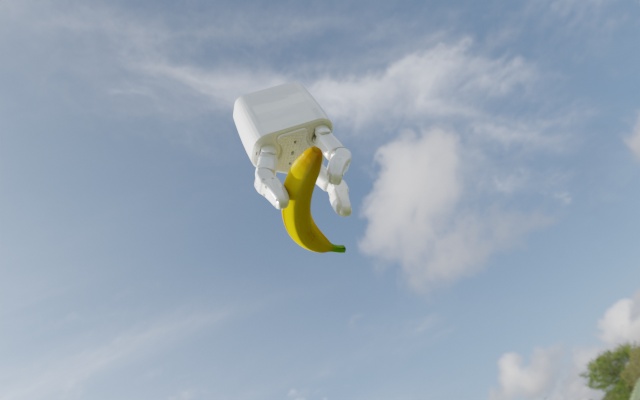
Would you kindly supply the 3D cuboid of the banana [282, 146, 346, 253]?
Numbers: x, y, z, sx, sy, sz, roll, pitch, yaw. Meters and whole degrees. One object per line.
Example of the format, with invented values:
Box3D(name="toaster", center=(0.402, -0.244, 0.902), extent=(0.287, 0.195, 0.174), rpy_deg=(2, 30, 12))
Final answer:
Box3D(name="banana", center=(-0.017, 0.011, 0.610), extent=(0.069, 0.037, 0.198), rpy_deg=(-21, -42, -5))
